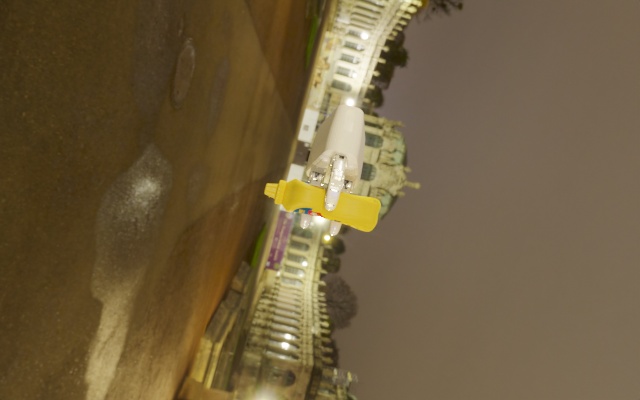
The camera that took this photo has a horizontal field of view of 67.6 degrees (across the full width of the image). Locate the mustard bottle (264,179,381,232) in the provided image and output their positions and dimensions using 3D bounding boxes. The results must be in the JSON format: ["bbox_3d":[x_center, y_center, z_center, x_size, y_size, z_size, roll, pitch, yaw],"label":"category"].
[{"bbox_3d":[0.000,0.003,0.809,0.191,0.058,0.096,15,-5,-4],"label":"mustard bottle"}]
